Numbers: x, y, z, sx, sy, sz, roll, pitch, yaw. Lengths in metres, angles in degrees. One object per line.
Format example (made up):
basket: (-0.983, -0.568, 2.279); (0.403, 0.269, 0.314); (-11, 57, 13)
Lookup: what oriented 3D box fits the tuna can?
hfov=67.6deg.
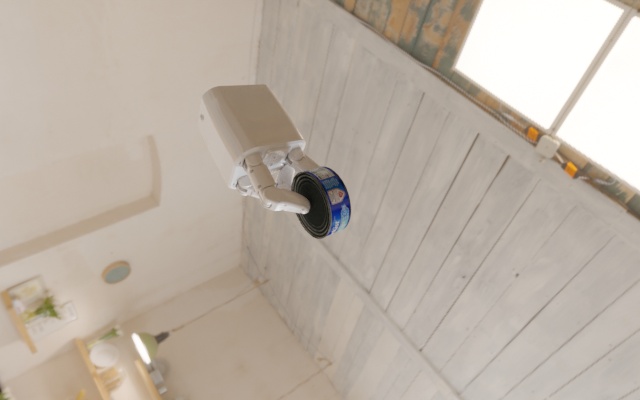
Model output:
tuna can: (0.001, 0.002, 0.591); (0.033, 0.086, 0.086); (-19, 10, -30)
